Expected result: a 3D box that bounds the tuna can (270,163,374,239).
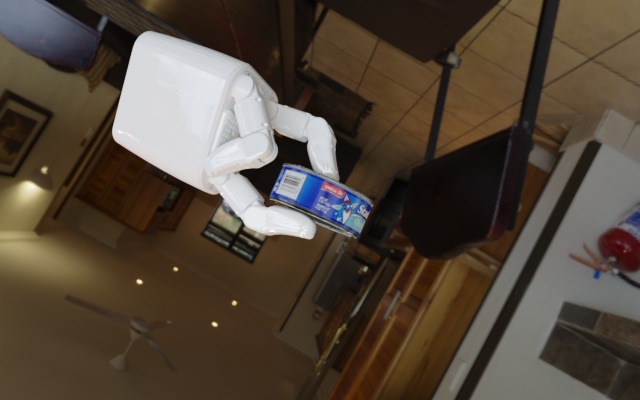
[{"bbox_3d":[0.000,0.002,0.413,0.086,0.033,0.086,24,-6,3],"label":"tuna can"}]
